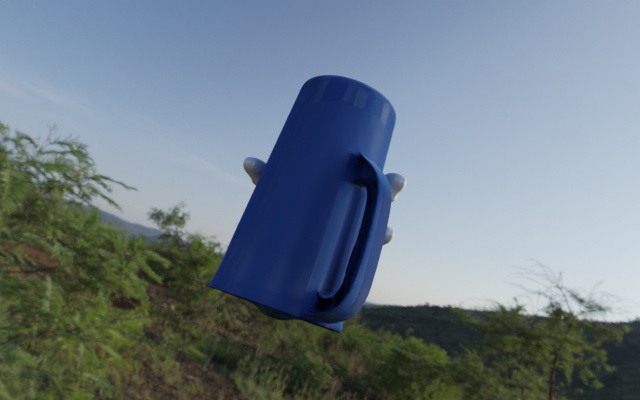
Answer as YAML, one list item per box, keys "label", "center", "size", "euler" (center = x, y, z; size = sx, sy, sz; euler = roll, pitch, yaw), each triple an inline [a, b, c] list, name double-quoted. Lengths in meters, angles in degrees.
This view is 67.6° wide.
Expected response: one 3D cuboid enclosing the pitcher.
- label: "pitcher"
  center: [0.000, 0.002, 0.478]
  size: [0.149, 0.242, 0.145]
  euler: [17, -14, 10]
